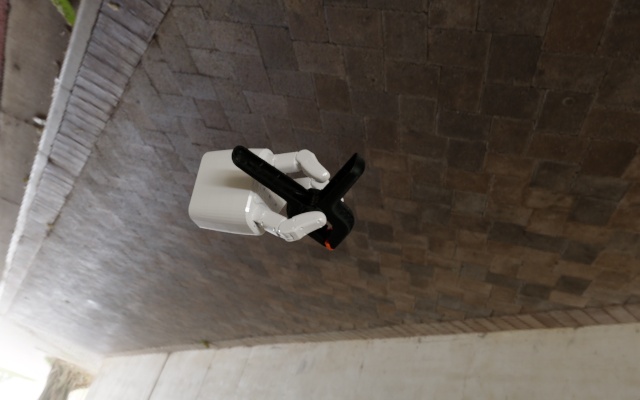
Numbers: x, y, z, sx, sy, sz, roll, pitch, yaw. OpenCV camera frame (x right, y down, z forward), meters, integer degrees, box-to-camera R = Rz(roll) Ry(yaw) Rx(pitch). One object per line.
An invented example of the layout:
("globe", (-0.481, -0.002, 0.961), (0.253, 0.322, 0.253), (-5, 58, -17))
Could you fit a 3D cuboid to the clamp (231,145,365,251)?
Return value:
("clamp", (0.000, 0.003, 0.612), (0.164, 0.036, 0.210), (3, -34, 27))
